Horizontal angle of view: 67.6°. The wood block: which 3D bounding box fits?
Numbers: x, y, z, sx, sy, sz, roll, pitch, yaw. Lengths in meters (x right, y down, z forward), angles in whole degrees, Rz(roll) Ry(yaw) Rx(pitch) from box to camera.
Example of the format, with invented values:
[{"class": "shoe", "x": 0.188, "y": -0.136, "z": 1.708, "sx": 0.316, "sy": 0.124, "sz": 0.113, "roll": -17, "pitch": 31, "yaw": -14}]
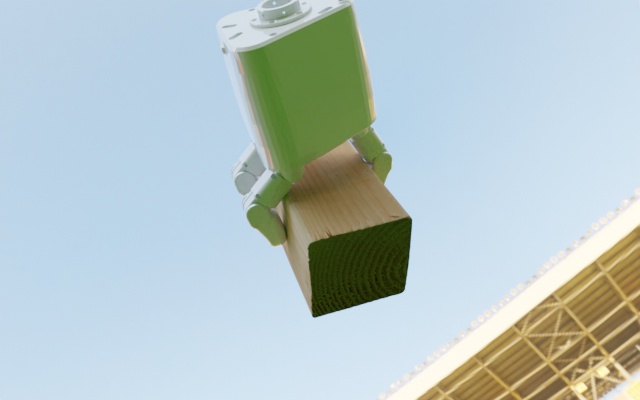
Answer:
[{"class": "wood block", "x": 0.000, "y": 0.001, "z": 0.472, "sx": 0.091, "sy": 0.090, "sz": 0.206, "roll": -13, "pitch": 37, "yaw": -14}]
